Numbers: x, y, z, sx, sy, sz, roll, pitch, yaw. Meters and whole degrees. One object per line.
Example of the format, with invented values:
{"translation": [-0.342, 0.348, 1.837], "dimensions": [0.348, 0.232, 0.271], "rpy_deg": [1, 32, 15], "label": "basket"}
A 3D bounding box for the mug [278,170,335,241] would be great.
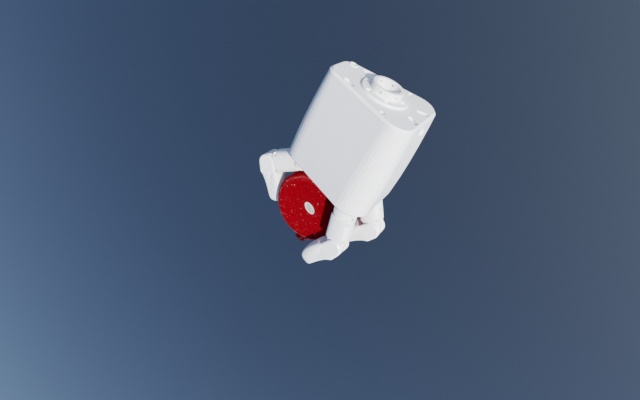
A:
{"translation": [-0.001, 0.003, 0.561], "dimensions": [0.093, 0.117, 0.081], "rpy_deg": [37, 38, 11], "label": "mug"}
